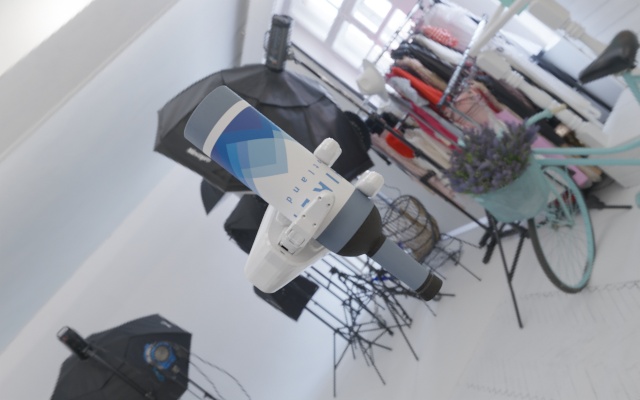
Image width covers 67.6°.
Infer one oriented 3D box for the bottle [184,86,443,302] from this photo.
[{"bbox_3d":[0.000,0.001,0.483,0.296,0.069,0.069,38,-1,-1],"label":"bottle"}]
